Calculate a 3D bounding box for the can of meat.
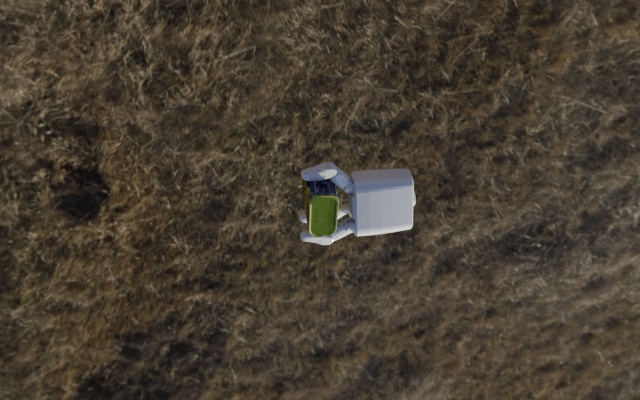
[{"bbox_3d":[0.000,0.003,0.852,0.057,0.102,0.084,-3,39,-6],"label":"can of meat"}]
